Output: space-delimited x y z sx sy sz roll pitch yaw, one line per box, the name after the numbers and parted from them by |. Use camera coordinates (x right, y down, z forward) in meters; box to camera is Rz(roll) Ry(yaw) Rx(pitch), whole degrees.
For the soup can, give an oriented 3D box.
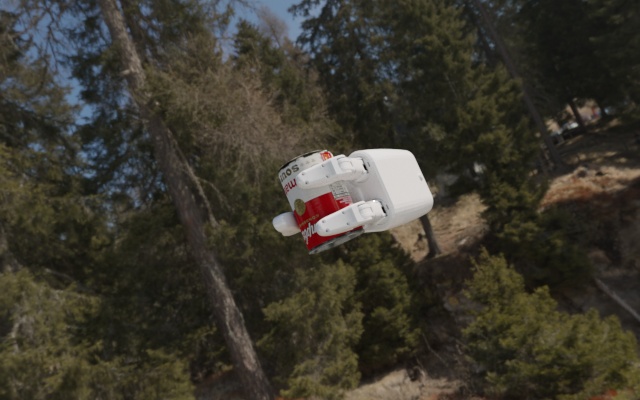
0.000 0.002 0.545 0.068 0.102 0.068 -22 -10 -4 | soup can
